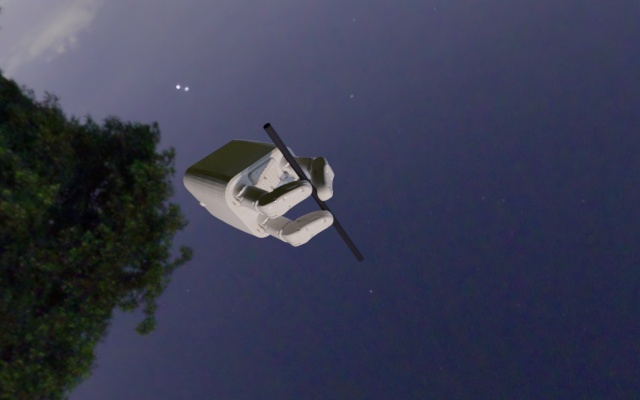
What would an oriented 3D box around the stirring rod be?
[{"bbox_3d":[0.000,0.002,0.545,0.011,0.011,0.240,0,-38,34],"label":"stirring rod"}]
